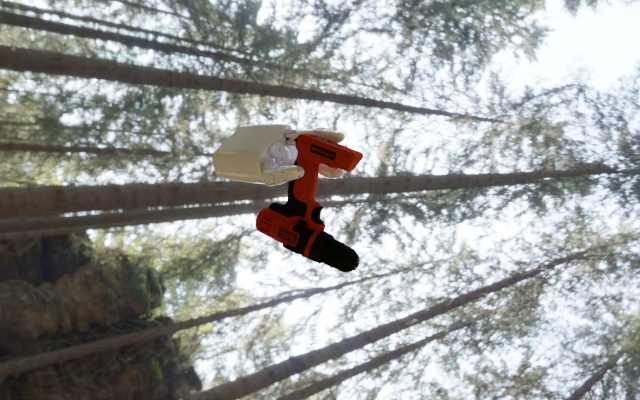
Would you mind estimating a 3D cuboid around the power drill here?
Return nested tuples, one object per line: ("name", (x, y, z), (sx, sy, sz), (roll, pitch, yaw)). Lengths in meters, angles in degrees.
("power drill", (0.000, 0.002, 0.747), (0.184, 0.188, 0.057), (24, 13, 16))
